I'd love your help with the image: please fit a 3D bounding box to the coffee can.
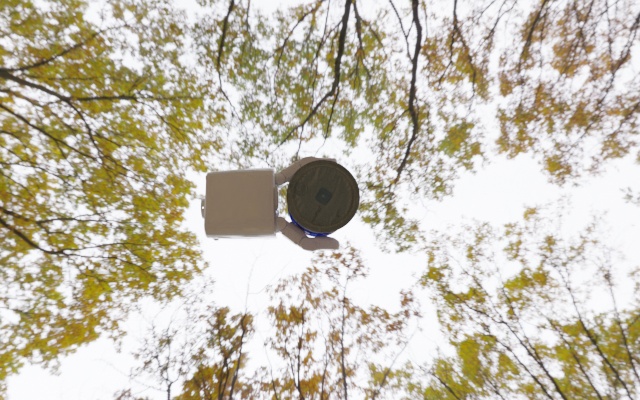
[{"bbox_3d":[0.000,0.002,0.729,0.103,0.103,0.140,0,-7,-3],"label":"coffee can"}]
